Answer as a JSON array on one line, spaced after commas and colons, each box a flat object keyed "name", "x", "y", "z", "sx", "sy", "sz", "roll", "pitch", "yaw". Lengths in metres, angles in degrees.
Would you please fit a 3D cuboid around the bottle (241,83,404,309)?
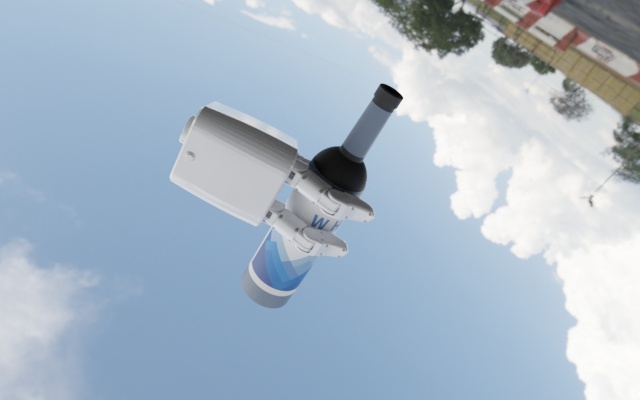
[{"name": "bottle", "x": 0.000, "y": 0.002, "z": 0.536, "sx": 0.069, "sy": 0.296, "sz": 0.069, "roll": 25, "pitch": 29, "yaw": -15}]
